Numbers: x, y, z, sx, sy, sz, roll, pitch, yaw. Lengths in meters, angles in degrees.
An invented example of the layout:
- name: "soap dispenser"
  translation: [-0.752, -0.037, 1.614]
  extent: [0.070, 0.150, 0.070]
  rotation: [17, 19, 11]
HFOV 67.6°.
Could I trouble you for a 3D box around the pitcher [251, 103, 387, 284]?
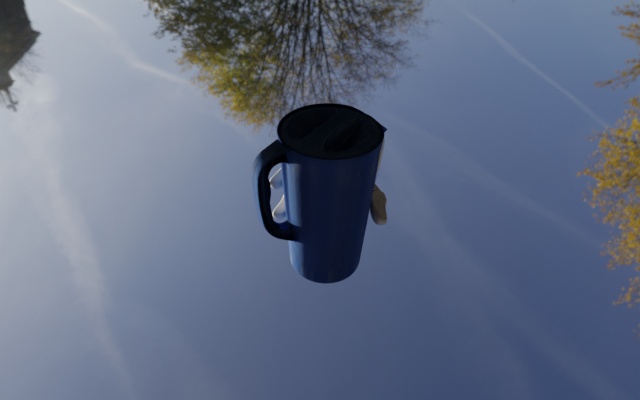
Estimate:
- name: "pitcher"
  translation: [0.000, 0.002, 0.659]
  extent: [0.149, 0.243, 0.145]
  rotation: [10, 40, 10]
